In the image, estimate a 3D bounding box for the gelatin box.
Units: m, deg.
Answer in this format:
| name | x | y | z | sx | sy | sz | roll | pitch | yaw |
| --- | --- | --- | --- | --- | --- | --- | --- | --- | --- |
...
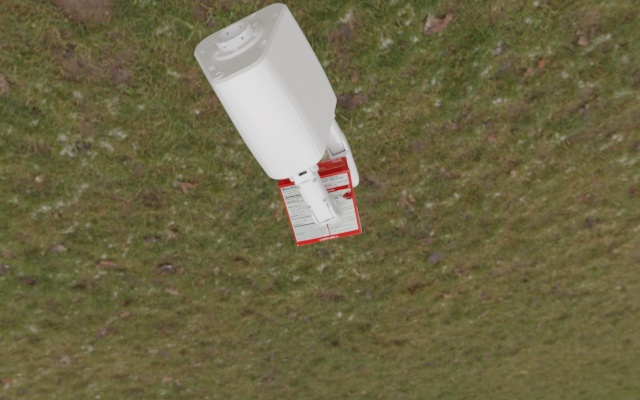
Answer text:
| name | x | y | z | sx | sy | sz | roll | pitch | yaw |
| --- | --- | --- | --- | --- | --- | --- | --- | --- | --- |
| gelatin box | 0.000 | 0.002 | 0.505 | 0.073 | 0.089 | 0.030 | -12 | 37 | 3 |
